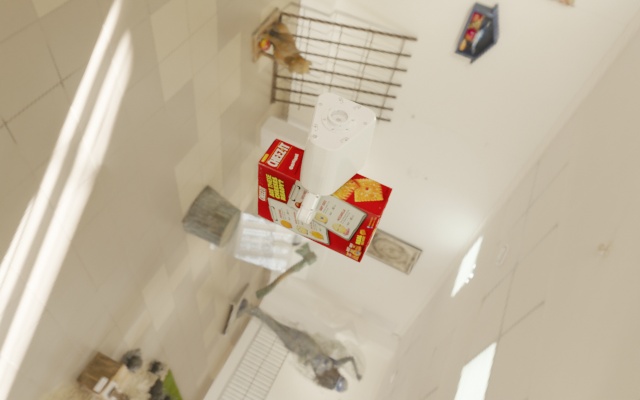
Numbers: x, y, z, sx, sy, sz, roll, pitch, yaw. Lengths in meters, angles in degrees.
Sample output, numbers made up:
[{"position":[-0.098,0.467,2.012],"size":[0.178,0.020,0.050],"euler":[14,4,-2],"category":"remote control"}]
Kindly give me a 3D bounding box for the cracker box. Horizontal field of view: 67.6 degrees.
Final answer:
[{"position":[0.000,0.003,0.829],"size":[0.213,0.072,0.164],"euler":[25,-33,9],"category":"cracker box"}]
